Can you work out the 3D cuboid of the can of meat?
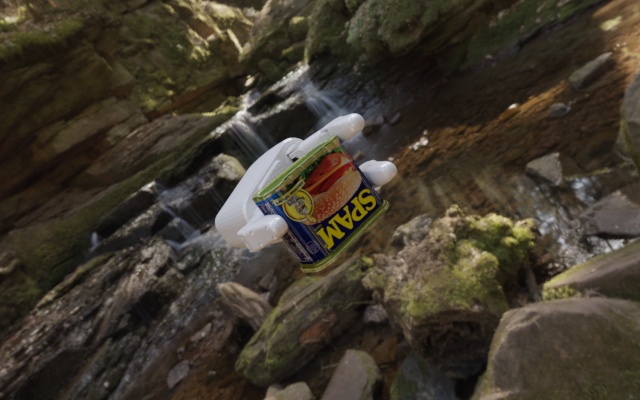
[{"bbox_3d":[0.000,0.001,0.442,0.102,0.084,0.057,-41,11,-25],"label":"can of meat"}]
